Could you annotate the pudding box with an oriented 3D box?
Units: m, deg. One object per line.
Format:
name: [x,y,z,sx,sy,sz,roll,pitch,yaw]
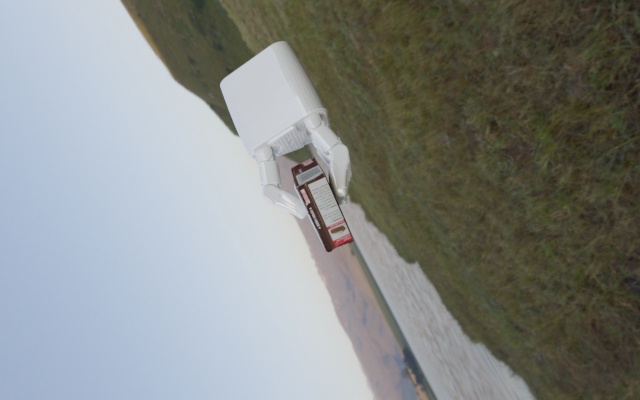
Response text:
pudding box: [0.000,0.002,0.582,0.039,0.090,0.113,-25,16,2]
